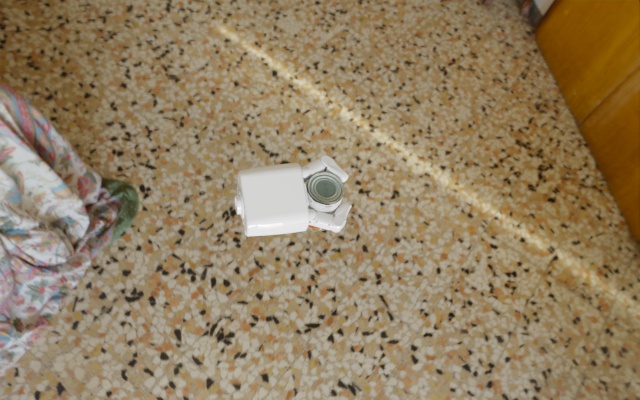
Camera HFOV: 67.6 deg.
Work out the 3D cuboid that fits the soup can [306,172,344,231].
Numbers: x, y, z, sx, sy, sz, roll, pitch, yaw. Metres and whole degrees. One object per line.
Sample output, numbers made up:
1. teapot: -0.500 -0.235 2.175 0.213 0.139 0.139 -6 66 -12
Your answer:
1. soup can: 0.001 0.003 0.860 0.068 0.068 0.102 0 -30 -12
